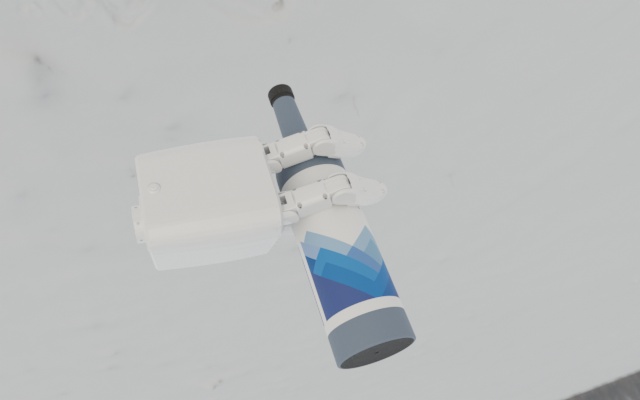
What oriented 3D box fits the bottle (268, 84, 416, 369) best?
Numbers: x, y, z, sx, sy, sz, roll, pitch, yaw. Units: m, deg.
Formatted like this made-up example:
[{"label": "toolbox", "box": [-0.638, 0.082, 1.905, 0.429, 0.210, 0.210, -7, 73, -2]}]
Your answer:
[{"label": "bottle", "box": [0.000, 0.002, 0.450, 0.069, 0.295, 0.069, -15, -30, -9]}]
